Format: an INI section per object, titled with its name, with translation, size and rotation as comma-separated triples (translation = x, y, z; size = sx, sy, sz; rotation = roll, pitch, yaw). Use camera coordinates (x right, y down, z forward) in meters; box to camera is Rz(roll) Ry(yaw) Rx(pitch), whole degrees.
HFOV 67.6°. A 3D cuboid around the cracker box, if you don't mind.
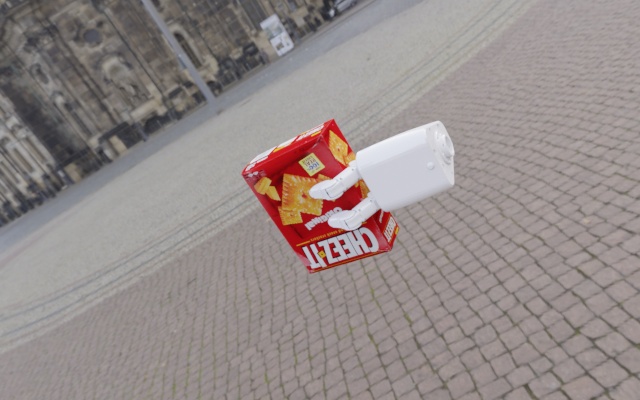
[cracker box]
translation = 0.000, 0.002, 0.756
size = 0.164, 0.214, 0.072
rotation = -21, 22, 32
